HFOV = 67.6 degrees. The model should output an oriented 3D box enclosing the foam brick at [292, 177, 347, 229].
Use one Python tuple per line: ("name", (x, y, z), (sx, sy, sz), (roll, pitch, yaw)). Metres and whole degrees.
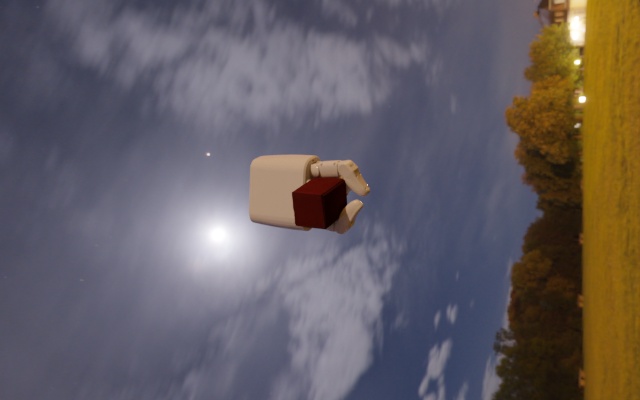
("foam brick", (0.000, 0.002, 0.697), (0.051, 0.053, 0.078), (6, 22, 27))
